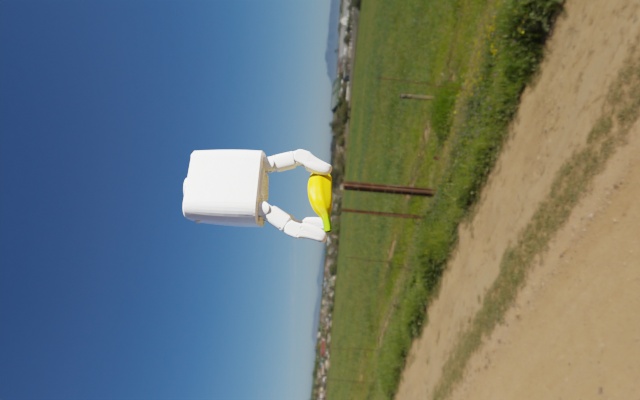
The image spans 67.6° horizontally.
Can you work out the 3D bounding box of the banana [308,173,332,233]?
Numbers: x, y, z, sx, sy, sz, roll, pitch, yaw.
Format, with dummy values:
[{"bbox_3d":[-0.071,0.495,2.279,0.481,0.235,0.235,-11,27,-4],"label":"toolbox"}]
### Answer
[{"bbox_3d":[0.000,-0.014,0.750,0.037,0.070,0.197,0,17,1],"label":"banana"}]
